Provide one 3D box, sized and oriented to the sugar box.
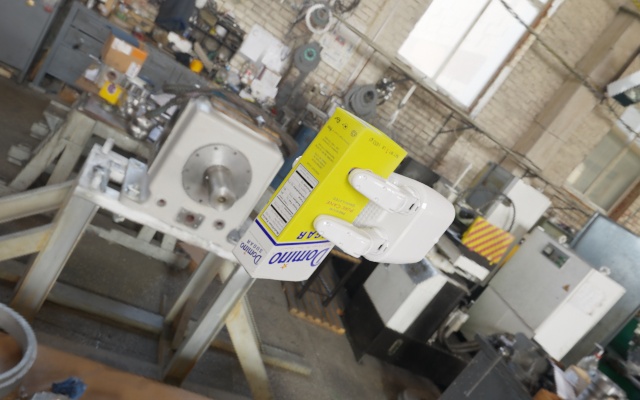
[{"bbox_3d":[0.001,0.002,0.469,0.048,0.176,0.093,43,15,33],"label":"sugar box"}]
